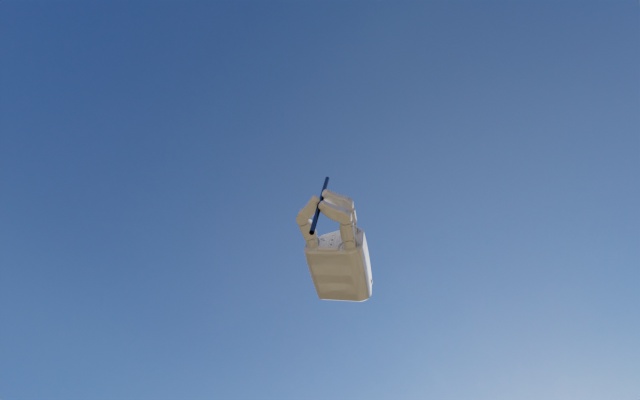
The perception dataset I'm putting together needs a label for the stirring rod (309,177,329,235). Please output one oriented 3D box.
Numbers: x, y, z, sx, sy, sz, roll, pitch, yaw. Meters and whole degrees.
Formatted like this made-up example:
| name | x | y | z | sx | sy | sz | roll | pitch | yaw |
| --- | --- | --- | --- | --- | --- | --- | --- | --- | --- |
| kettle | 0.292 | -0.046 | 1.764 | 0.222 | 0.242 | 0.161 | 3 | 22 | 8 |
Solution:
| name | x | y | z | sx | sy | sz | roll | pitch | yaw |
| --- | --- | --- | --- | --- | --- | --- | --- | --- | --- |
| stirring rod | 0.000 | 0.003 | 0.836 | 0.011 | 0.011 | 0.239 | 0 | 23 | 7 |
